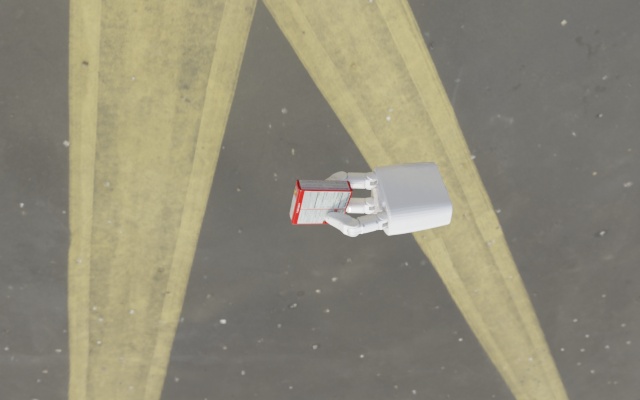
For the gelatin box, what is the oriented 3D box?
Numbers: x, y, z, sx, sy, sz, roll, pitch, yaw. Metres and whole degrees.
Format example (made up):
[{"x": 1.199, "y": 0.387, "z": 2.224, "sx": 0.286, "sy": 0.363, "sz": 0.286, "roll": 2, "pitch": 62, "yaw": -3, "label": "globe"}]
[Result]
[{"x": 0.000, "y": 0.003, "z": 0.766, "sx": 0.089, "sy": 0.073, "sz": 0.030, "roll": 0, "pitch": 42, "yaw": -18, "label": "gelatin box"}]
